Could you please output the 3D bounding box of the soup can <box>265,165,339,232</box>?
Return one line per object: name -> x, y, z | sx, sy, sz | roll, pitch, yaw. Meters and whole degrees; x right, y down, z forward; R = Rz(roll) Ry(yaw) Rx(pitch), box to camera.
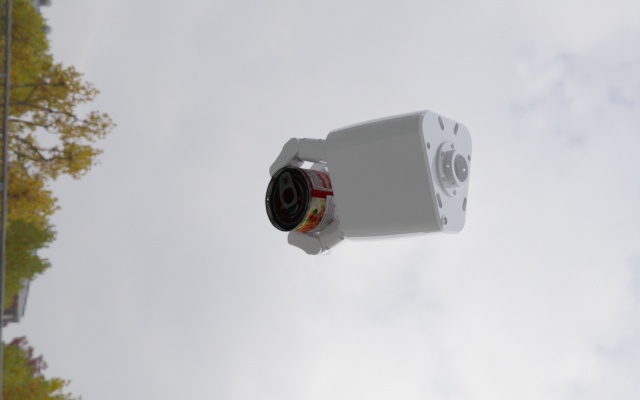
soup can -> 0.000, 0.002, 0.522 | 0.068, 0.068, 0.102 | 0, -4, 44
